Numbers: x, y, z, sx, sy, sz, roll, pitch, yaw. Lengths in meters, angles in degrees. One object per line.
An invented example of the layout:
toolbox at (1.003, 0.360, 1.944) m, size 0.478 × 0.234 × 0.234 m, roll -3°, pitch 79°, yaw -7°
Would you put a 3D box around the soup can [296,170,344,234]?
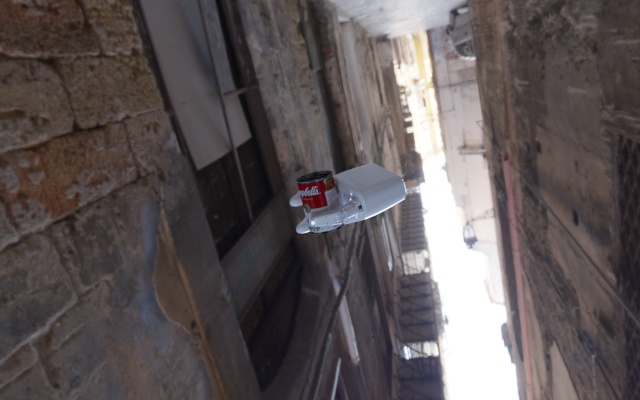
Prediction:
soup can at (0.000, 0.003, 0.880) m, size 0.068 × 0.102 × 0.068 m, roll -13°, pitch 16°, yaw 4°
